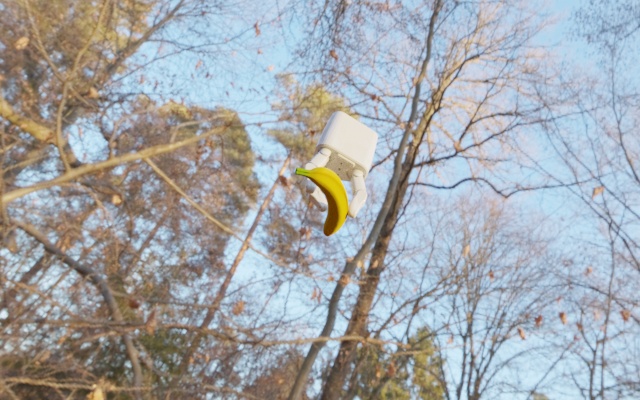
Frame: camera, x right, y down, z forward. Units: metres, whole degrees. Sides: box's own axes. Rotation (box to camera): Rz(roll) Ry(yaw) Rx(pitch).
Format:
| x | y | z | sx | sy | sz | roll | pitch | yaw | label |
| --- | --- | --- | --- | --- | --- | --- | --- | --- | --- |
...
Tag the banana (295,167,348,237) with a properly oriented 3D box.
| x | y | z | sx | sy | sz | roll | pitch | yaw | label |
| --- | --- | --- | --- | --- | --- | --- | --- | --- | --- |
| 0.017 | 0.001 | 0.857 | 0.069 | 0.037 | 0.198 | 0 | -39 | 19 | banana |
